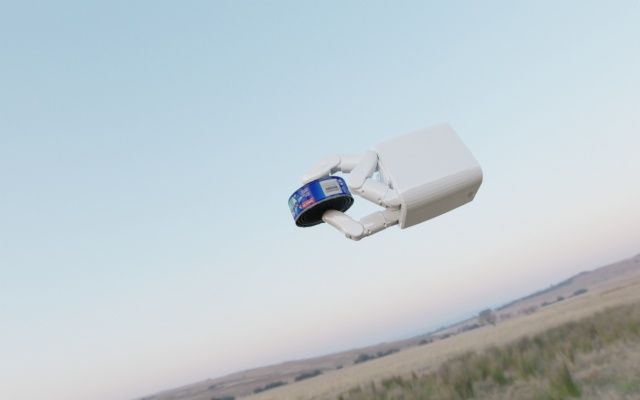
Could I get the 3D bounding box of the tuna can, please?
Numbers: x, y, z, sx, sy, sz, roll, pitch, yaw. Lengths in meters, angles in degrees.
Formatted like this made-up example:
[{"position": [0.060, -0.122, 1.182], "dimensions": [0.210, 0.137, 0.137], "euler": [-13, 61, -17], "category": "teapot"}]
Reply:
[{"position": [0.000, 0.002, 0.643], "dimensions": [0.086, 0.033, 0.086], "euler": [-21, -20, -8], "category": "tuna can"}]
